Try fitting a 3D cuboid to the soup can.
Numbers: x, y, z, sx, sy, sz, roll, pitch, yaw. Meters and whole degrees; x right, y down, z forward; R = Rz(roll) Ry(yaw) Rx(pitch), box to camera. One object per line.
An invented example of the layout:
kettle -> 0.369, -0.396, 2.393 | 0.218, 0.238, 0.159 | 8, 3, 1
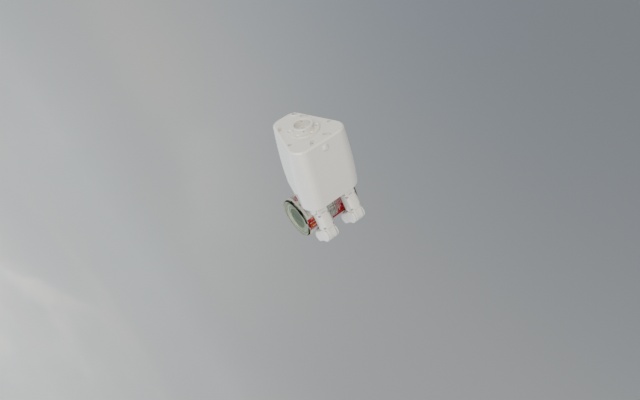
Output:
soup can -> 0.000, 0.003, 0.774 | 0.102, 0.068, 0.068 | -34, 13, -21
